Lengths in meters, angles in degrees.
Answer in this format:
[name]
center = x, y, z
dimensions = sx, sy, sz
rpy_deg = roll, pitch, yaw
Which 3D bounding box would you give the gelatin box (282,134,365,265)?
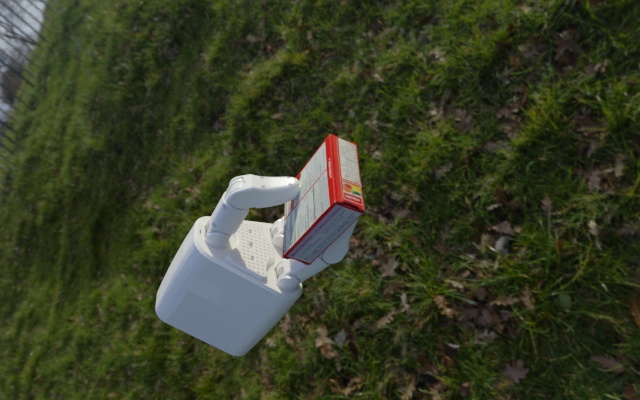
[gelatin box]
center = 0.000, 0.001, 0.401
dimensions = 0.030, 0.073, 0.089
rpy_deg = 18, -44, -23
